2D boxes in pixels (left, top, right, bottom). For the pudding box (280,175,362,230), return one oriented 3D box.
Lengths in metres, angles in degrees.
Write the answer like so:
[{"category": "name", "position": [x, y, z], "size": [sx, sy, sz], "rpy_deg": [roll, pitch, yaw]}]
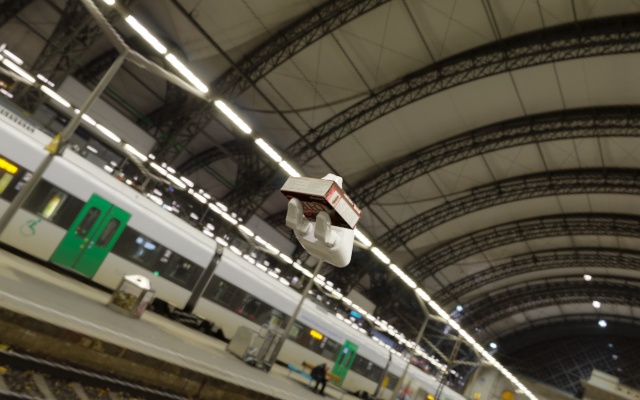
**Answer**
[{"category": "pudding box", "position": [0.000, 0.002, 0.782], "size": [0.113, 0.039, 0.090], "rpy_deg": [6, -31, 46]}]
